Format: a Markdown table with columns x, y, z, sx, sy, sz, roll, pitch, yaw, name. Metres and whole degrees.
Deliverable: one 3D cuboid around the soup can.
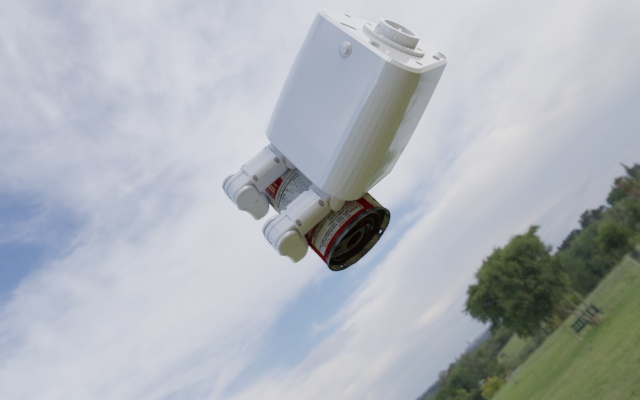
| x | y | z | sx | sy | sz | roll | pitch | yaw | name |
| --- | --- | --- | --- | --- | --- | --- | --- | --- | --- |
| 0.000 | 0.002 | 0.409 | 0.102 | 0.068 | 0.068 | 44 | 24 | 27 | soup can |
